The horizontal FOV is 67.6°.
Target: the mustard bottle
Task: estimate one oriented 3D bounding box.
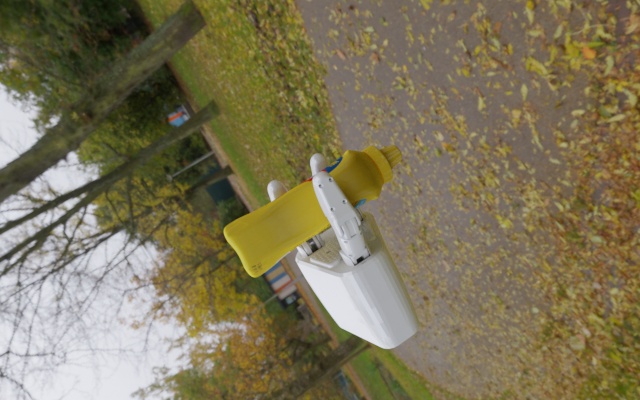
[{"bbox_3d":[0.000,0.001,0.473,0.191,0.058,0.096,-32,-3,-9],"label":"mustard bottle"}]
